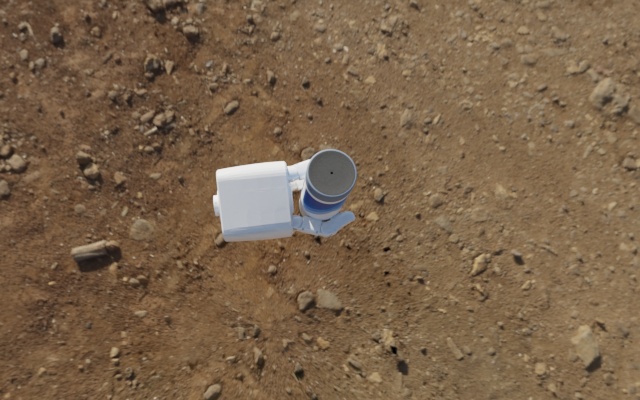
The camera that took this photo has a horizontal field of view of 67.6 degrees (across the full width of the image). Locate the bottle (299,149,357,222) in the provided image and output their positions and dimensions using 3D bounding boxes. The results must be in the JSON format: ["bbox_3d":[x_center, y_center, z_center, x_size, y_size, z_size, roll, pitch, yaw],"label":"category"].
[{"bbox_3d":[0.000,0.002,0.761,0.069,0.069,0.296,0,-15,-6],"label":"bottle"}]
